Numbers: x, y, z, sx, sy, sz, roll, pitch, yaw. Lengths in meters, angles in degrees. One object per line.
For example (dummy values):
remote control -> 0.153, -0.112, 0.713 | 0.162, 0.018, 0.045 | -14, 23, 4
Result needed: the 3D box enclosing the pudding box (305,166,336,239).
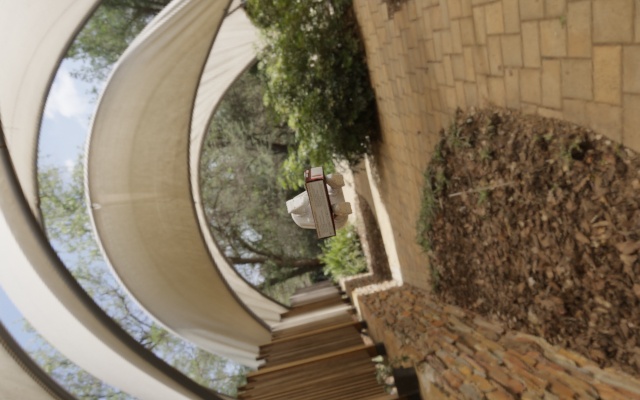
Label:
pudding box -> 0.000, 0.003, 0.876 | 0.039, 0.113, 0.090 | -14, 18, 2
